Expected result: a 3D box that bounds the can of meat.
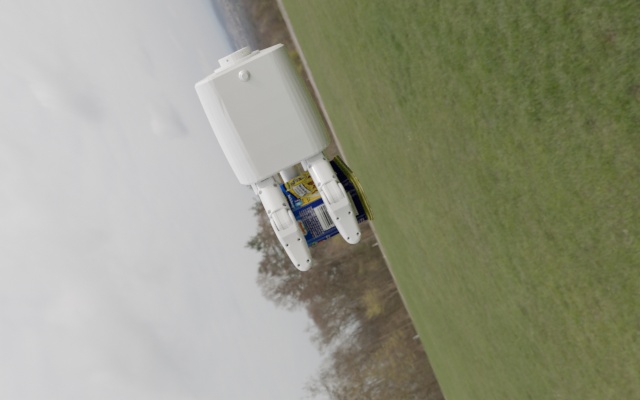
[{"bbox_3d":[0.000,0.002,0.518,0.084,0.057,0.102,-26,24,-2],"label":"can of meat"}]
